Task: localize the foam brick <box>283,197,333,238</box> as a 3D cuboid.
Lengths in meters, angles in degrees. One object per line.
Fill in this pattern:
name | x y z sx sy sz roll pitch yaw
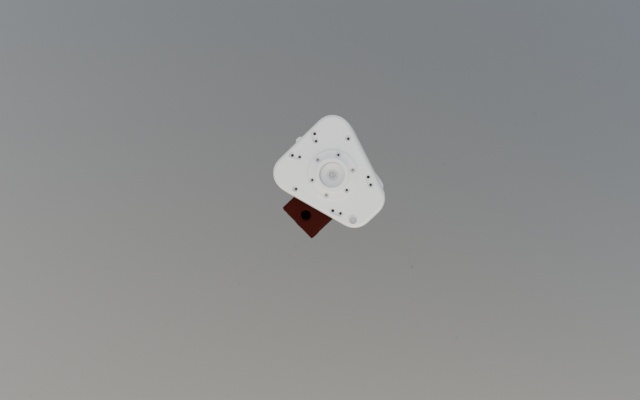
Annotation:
foam brick | 0.000 0.002 0.594 0.078 0.053 0.051 -44 -2 4
